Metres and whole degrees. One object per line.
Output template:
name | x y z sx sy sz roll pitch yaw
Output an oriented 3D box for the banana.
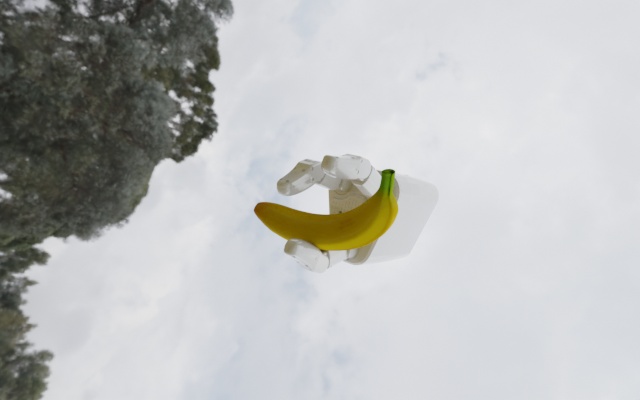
banana | 0.007 0.019 0.490 0.198 0.069 0.037 -14 2 42
